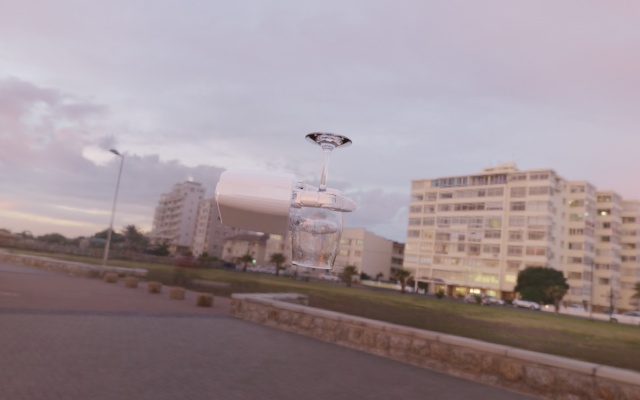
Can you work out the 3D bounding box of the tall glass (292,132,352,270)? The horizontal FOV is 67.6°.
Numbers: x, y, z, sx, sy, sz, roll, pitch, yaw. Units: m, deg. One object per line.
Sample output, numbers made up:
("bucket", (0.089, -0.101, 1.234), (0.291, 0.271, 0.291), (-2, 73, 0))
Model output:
("tall glass", (0.000, 0.002, 0.729), (0.079, 0.201, 0.079), (7, -9, 1))
